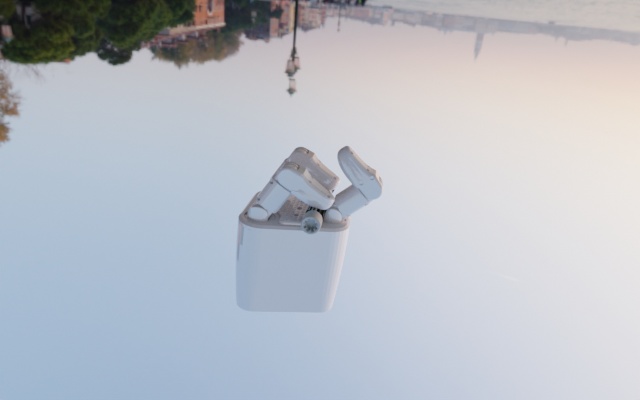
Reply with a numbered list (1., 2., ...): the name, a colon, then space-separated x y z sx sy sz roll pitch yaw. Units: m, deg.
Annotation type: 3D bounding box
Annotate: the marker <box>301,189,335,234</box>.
1. marker: 0.000 0.002 0.495 0.020 0.020 0.121 0 21 10
